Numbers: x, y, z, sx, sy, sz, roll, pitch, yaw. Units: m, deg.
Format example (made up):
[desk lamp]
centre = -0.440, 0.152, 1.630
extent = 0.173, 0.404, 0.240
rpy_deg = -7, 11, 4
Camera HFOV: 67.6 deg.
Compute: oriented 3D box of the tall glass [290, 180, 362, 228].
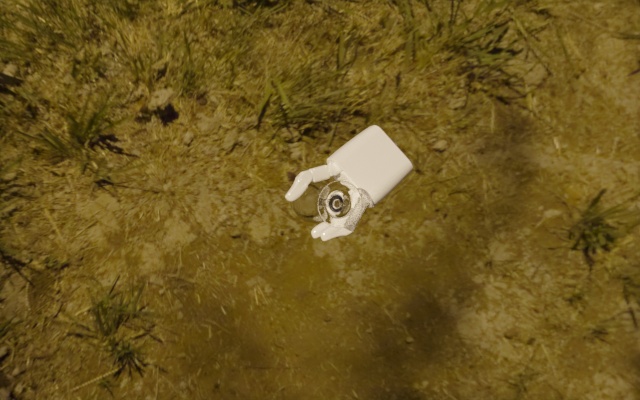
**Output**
[tall glass]
centre = 0.000, 0.003, 0.833
extent = 0.079, 0.079, 0.201
rpy_deg = 0, 1, -18
